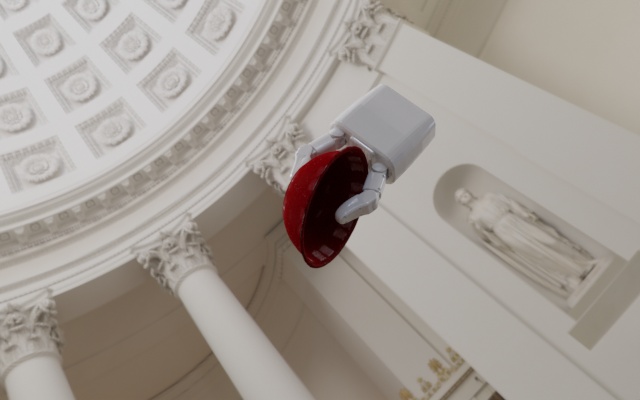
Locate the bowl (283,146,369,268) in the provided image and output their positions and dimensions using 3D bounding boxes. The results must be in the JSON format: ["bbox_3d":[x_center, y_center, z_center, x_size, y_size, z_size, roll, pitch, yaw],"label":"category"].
[{"bbox_3d":[-0.001,0.003,0.609,0.055,0.162,0.162,20,9,26],"label":"bowl"}]
